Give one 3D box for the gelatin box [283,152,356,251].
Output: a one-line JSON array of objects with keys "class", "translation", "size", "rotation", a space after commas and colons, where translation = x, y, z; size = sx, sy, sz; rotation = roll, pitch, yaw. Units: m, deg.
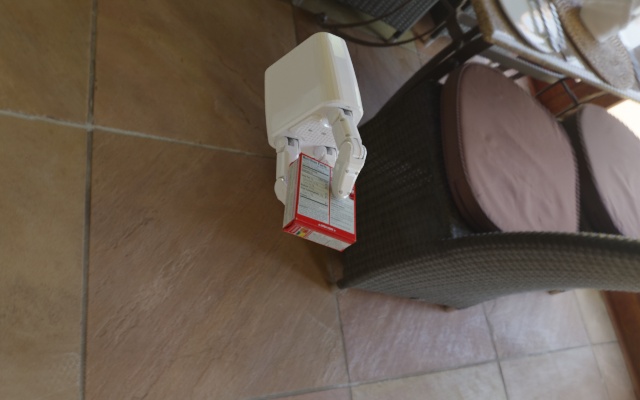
[{"class": "gelatin box", "translation": [0.000, 0.002, 0.508], "size": [0.073, 0.089, 0.030], "rotation": [22, -41, -25]}]
